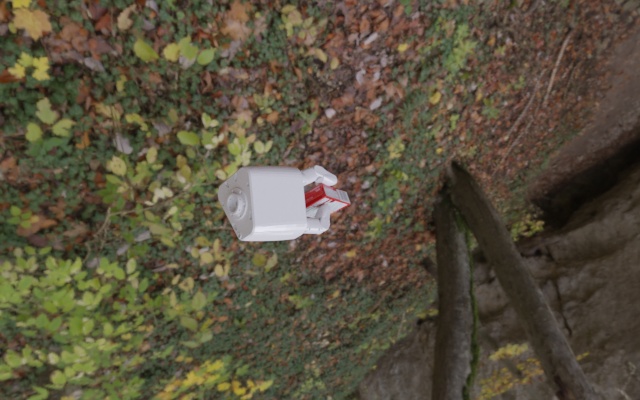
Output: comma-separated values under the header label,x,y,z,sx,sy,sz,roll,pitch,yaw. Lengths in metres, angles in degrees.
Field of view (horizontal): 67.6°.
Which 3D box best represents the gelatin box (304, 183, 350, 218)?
label,x,y,z,sx,sy,sz,roll,pitch,yaw
gelatin box,0.000,0.003,0.872,0.073,0.030,0.089,-28,-24,27
